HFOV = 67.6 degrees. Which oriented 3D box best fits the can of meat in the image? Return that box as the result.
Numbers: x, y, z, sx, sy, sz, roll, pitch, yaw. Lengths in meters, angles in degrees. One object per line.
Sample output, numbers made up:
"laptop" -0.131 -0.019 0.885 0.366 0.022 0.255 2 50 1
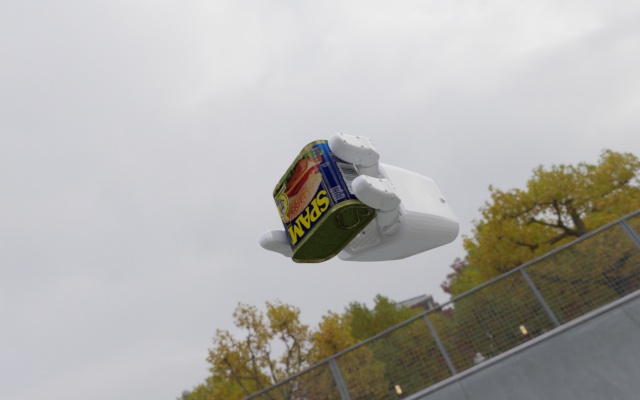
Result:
"can of meat" 0.000 0.001 0.485 0.057 0.084 0.102 5 -41 -38
